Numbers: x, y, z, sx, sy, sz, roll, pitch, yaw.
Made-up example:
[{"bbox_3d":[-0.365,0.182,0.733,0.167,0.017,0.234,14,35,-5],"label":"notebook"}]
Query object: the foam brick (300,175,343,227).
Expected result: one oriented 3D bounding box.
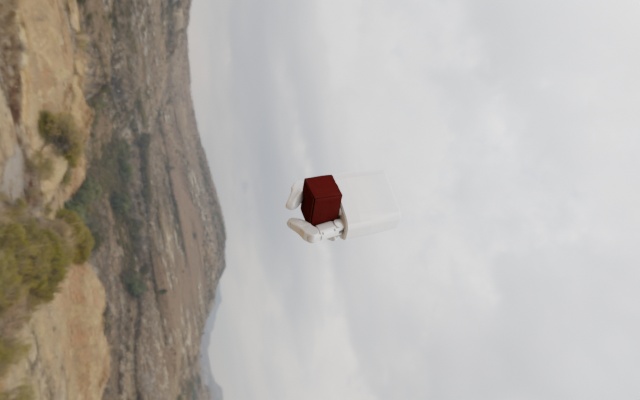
[{"bbox_3d":[0.000,0.003,0.809,0.051,0.053,0.078,-9,-41,-18],"label":"foam brick"}]
